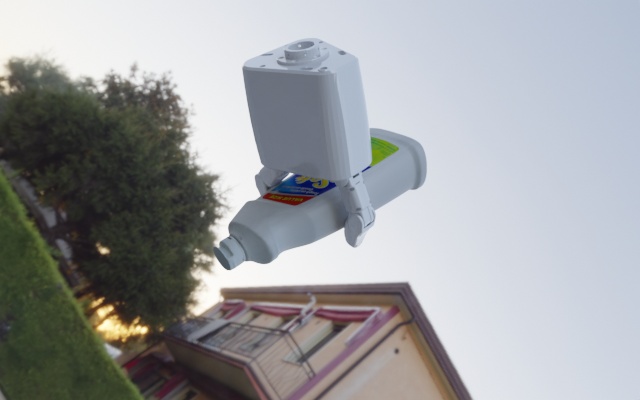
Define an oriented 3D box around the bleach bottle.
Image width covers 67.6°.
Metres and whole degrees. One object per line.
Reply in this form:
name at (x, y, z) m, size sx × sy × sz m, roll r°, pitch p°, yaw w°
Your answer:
bleach bottle at (0.000, 0.002, 0.524) m, size 0.250 × 0.068 × 0.102 m, roll -33°, pitch 40°, yaw -30°
